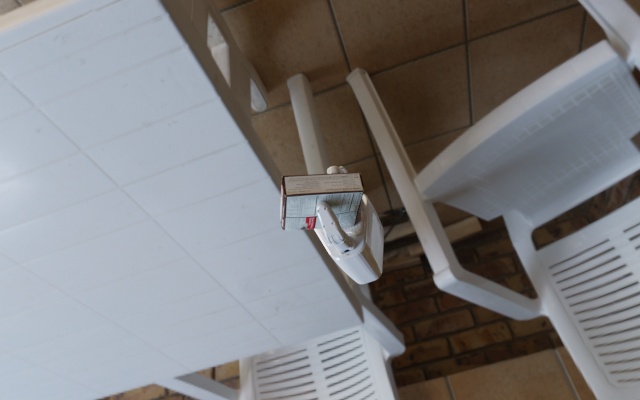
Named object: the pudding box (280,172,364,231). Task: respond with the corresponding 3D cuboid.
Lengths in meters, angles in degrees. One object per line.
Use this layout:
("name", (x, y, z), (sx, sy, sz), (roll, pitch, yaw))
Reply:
("pudding box", (0.000, 0.002, 0.680), (0.113, 0.039, 0.090), (-5, -36, -10))
